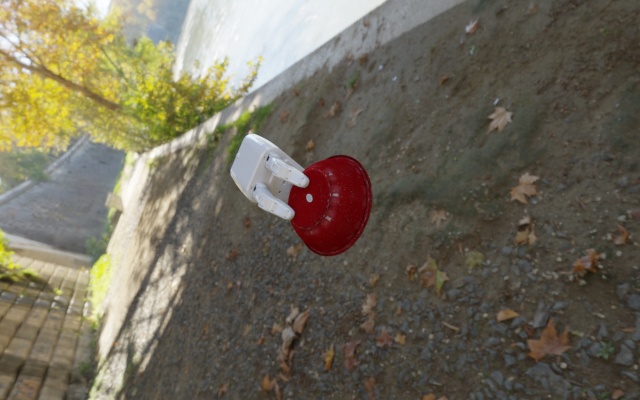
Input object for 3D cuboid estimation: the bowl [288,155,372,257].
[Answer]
[{"bbox_3d":[0.001,0.003,0.726,0.162,0.162,0.055,0,-11,45],"label":"bowl"}]
